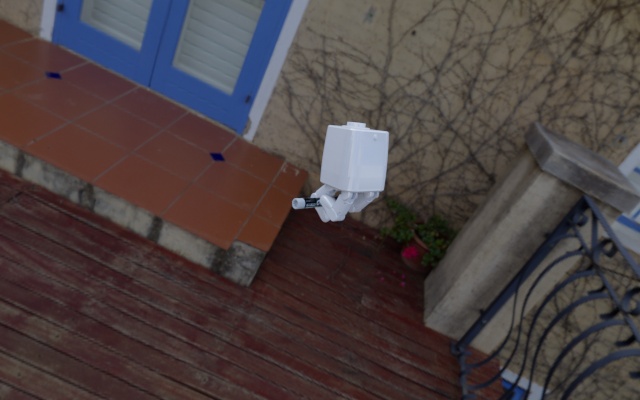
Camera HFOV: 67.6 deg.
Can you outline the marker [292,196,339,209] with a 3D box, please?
[{"bbox_3d":[0.000,0.003,0.877,0.121,0.020,0.020,-4,2,-42],"label":"marker"}]
